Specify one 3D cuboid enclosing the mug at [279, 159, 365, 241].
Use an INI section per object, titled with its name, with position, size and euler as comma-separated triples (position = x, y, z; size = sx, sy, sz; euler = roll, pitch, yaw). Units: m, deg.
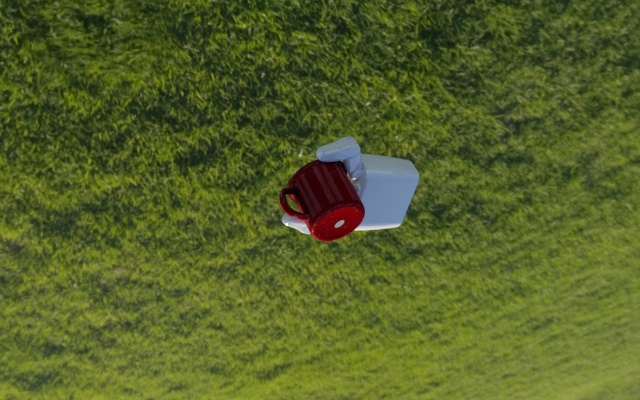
[mug]
position = -0.001, 0.002, 0.655
size = 0.117, 0.081, 0.093
euler = -1, -43, -31
